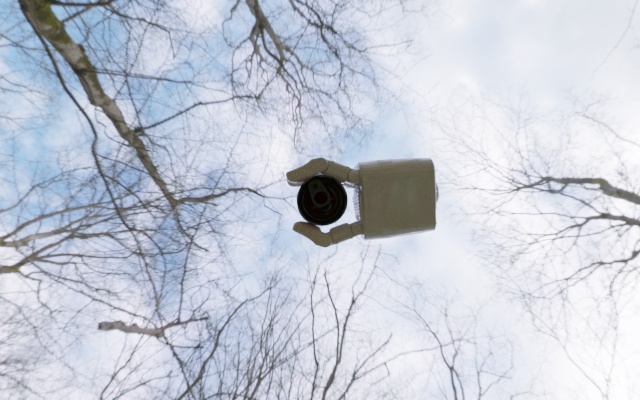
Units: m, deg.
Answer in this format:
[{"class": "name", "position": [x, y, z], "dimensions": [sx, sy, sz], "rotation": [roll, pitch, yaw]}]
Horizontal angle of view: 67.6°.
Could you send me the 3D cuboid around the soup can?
[{"class": "soup can", "position": [0.000, 0.002, 0.679], "dimensions": [0.068, 0.068, 0.102], "rotation": [0, -3, -3]}]
